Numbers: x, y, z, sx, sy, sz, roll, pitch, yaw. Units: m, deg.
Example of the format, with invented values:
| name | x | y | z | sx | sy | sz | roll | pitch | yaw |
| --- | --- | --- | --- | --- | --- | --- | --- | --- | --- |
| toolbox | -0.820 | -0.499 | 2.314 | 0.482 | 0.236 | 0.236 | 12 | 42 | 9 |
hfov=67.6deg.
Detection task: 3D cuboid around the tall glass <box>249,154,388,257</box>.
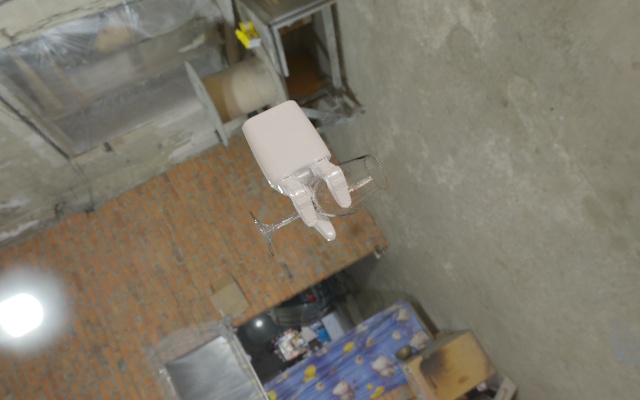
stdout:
| name | x | y | z | sx | sy | sz | roll | pitch | yaw |
| --- | --- | --- | --- | --- | --- | --- | --- | --- | --- |
| tall glass | 0.000 | 0.003 | 0.707 | 0.201 | 0.079 | 0.079 | -28 | 6 | -11 |
